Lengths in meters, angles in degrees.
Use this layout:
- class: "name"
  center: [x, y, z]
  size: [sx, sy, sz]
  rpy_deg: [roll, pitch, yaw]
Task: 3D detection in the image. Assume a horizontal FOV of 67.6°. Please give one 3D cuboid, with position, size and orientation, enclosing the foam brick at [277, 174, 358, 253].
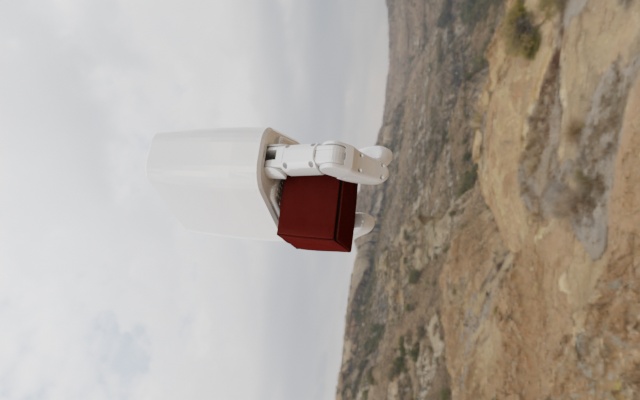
- class: "foam brick"
  center: [0.000, 0.002, 0.406]
  size: [0.051, 0.078, 0.053]
  rpy_deg: [1, -18, 17]
